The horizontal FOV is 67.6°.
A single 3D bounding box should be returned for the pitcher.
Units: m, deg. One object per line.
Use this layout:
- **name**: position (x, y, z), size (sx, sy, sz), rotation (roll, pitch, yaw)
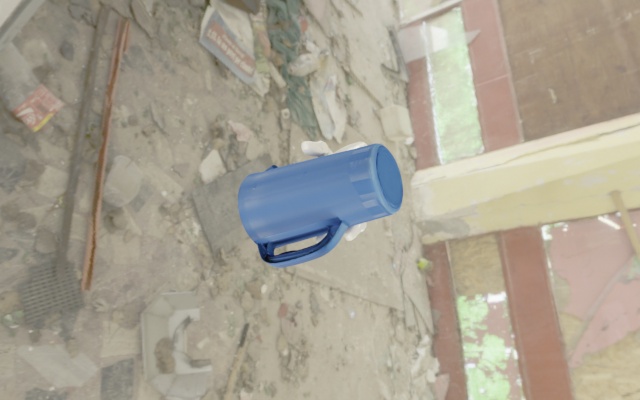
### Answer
- **pitcher**: position (0.000, 0.002, 0.749), size (0.243, 0.149, 0.145), rotation (-15, 11, 29)
